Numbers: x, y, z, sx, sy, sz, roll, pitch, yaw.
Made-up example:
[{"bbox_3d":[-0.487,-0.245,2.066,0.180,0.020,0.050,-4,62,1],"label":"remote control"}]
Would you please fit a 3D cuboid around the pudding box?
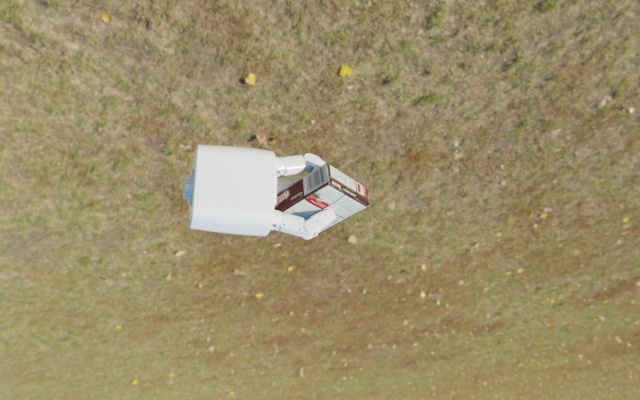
[{"bbox_3d":[0.000,0.002,0.697,0.113,0.039,0.090,-29,-40,34],"label":"pudding box"}]
